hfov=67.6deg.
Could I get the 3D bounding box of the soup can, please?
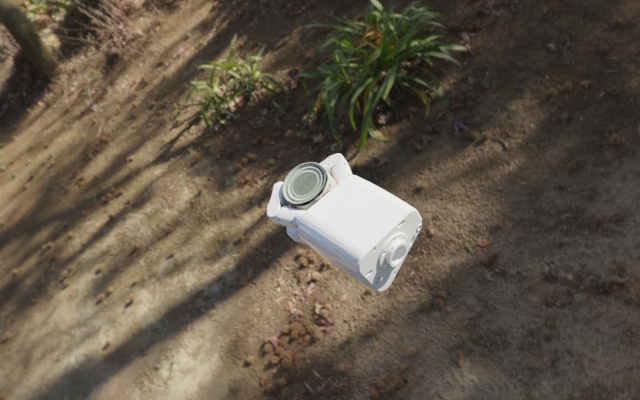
[{"bbox_3d":[0.000,0.002,0.657,0.068,0.068,0.102,0,-30,30],"label":"soup can"}]
